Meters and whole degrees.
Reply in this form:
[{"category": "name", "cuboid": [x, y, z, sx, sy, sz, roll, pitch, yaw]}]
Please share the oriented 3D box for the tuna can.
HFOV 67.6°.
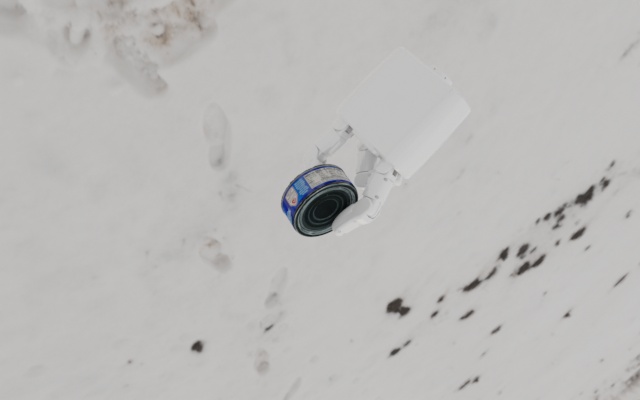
[{"category": "tuna can", "cuboid": [0.000, 0.002, 0.549, 0.086, 0.086, 0.033, 0, 41, -37]}]
